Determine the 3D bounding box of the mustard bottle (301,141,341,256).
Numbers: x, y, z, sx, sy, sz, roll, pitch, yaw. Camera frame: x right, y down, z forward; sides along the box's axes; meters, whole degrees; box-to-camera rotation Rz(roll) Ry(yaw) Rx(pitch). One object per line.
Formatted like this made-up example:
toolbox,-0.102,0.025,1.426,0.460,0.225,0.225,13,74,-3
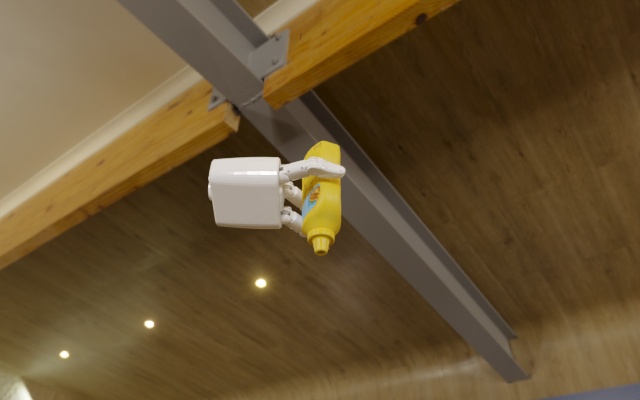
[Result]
mustard bottle,0.000,0.002,0.763,0.058,0.191,0.096,15,-41,-18
